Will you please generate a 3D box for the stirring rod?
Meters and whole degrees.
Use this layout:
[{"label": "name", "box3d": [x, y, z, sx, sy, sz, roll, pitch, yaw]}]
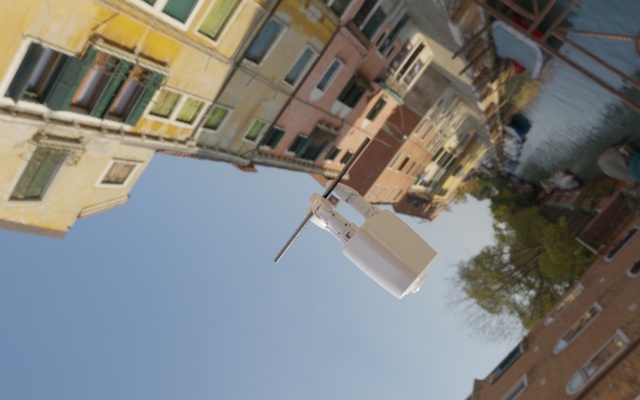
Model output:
[{"label": "stirring rod", "box3d": [0.000, 0.002, 0.724, 0.011, 0.239, 0.011, 35, 14, -10]}]
